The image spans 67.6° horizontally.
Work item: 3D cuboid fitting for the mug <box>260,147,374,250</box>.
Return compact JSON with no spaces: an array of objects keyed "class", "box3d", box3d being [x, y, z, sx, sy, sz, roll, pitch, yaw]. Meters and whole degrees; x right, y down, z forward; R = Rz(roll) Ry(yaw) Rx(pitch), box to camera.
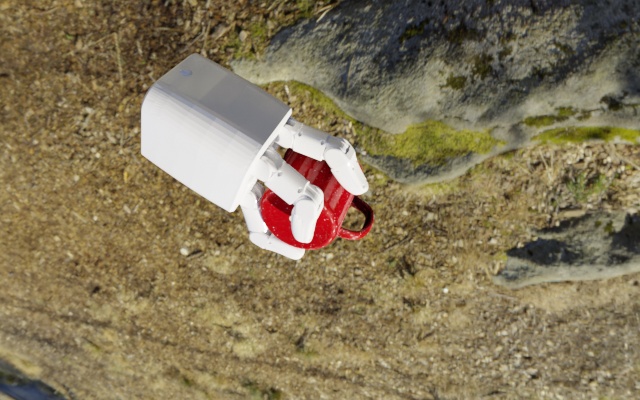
[{"class":"mug","box3d":[0.001,0.003,0.490,0.117,0.081,0.093,30,-46,-3]}]
